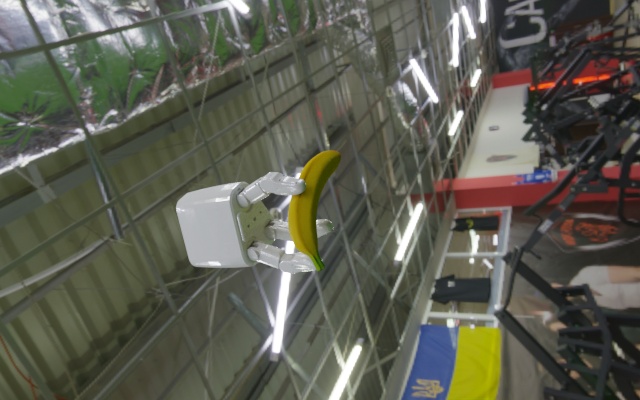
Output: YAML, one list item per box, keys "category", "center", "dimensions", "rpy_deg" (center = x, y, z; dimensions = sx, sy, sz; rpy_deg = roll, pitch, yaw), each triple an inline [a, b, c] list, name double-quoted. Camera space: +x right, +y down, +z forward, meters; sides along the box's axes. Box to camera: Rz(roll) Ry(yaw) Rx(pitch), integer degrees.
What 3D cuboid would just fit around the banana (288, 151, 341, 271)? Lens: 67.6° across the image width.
- category: "banana"
  center: [-0.009, -0.005, 0.651]
  dimensions: [0.037, 0.197, 0.070]
  rpy_deg: [-10, -39, 29]
